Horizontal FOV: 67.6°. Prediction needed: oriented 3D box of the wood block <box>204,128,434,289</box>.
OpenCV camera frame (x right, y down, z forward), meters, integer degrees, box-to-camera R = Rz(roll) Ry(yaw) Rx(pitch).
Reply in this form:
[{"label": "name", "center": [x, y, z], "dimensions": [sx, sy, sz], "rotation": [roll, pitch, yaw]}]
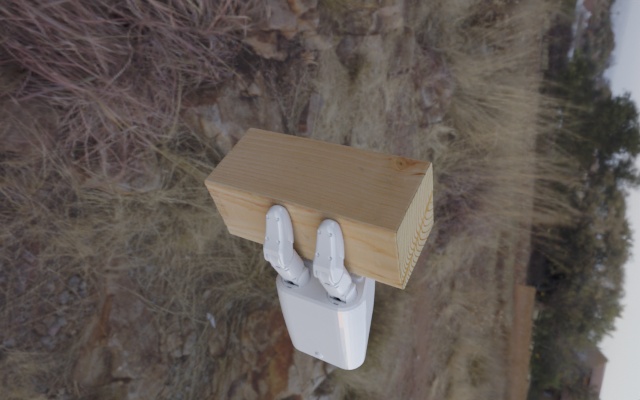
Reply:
[{"label": "wood block", "center": [0.000, 0.002, 0.486], "dimensions": [0.206, 0.090, 0.090], "rotation": [14, -38, 26]}]
